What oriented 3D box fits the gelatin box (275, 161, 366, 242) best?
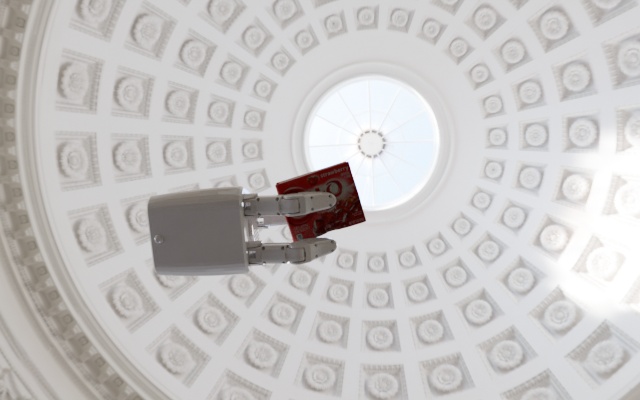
[{"bbox_3d":[0.000,0.002,0.555,0.089,0.073,0.030,-18,7,-2],"label":"gelatin box"}]
